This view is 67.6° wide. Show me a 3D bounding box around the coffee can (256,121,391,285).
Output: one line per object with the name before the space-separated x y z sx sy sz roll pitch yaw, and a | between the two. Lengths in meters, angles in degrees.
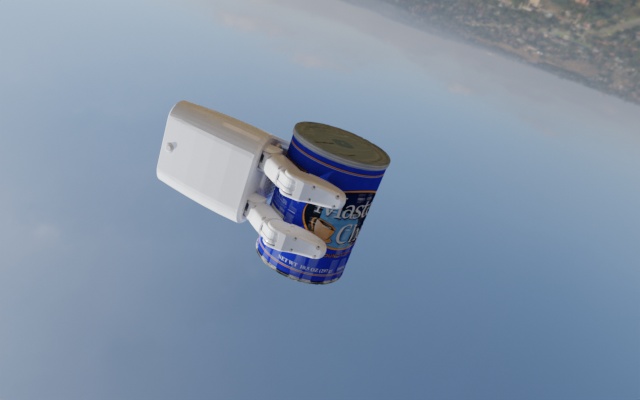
coffee can | 0.000 0.002 0.504 0.103 0.140 0.102 18 22 -7
